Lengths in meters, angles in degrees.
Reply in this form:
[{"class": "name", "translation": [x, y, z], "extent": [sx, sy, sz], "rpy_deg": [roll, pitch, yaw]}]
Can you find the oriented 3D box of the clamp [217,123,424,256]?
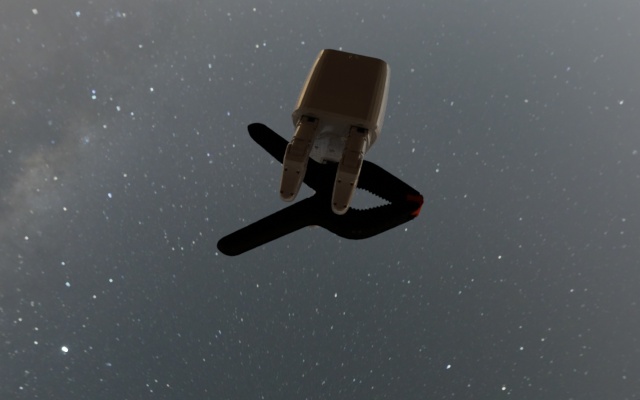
[{"class": "clamp", "translation": [0.001, 0.002, 0.505], "extent": [0.210, 0.164, 0.036], "rpy_deg": [13, -30, 5]}]
